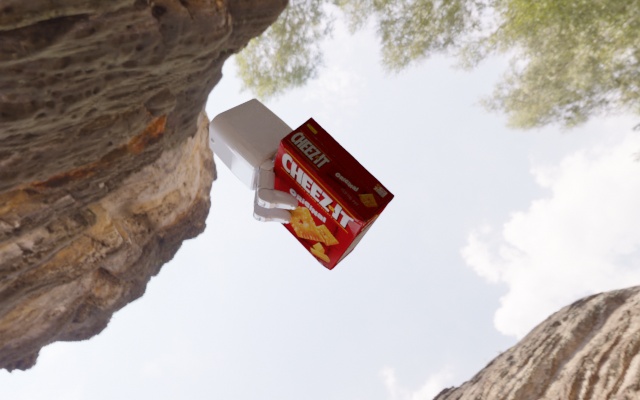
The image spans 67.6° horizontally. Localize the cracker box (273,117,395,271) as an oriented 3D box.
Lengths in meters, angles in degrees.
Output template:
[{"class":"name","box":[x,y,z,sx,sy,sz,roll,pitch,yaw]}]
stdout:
[{"class":"cracker box","box":[0.000,0.002,0.729,0.072,0.164,0.214,-41,-11,-26]}]
